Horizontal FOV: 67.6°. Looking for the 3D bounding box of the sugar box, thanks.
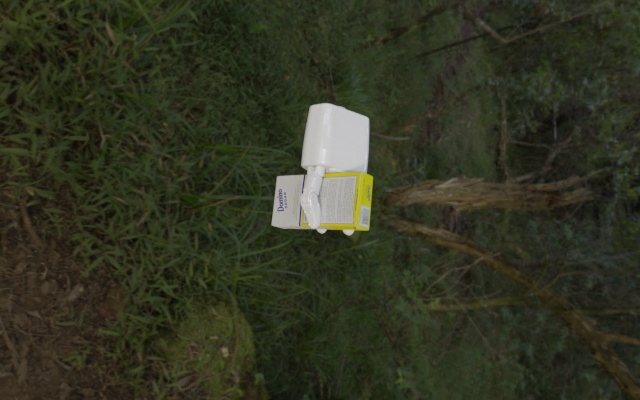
[{"bbox_3d":[0.001,0.003,0.813,0.176,0.093,0.048,-1,-11,37],"label":"sugar box"}]
